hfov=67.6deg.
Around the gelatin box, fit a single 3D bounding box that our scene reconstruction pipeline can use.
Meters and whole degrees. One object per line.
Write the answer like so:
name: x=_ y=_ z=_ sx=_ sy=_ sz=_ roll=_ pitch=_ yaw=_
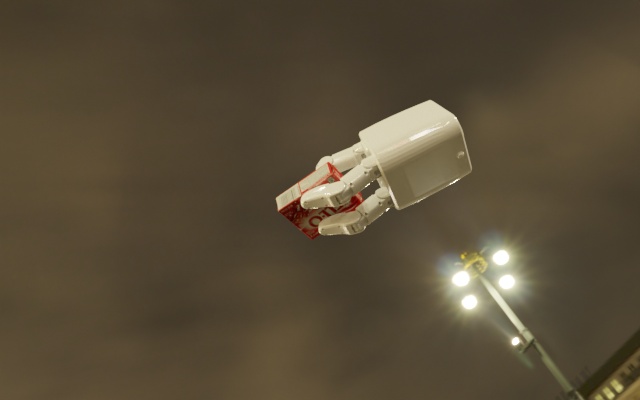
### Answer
gelatin box: x=0.000 y=0.002 z=0.613 sx=0.089 sy=0.030 sz=0.073 roll=-34 pitch=-51 yaw=17
